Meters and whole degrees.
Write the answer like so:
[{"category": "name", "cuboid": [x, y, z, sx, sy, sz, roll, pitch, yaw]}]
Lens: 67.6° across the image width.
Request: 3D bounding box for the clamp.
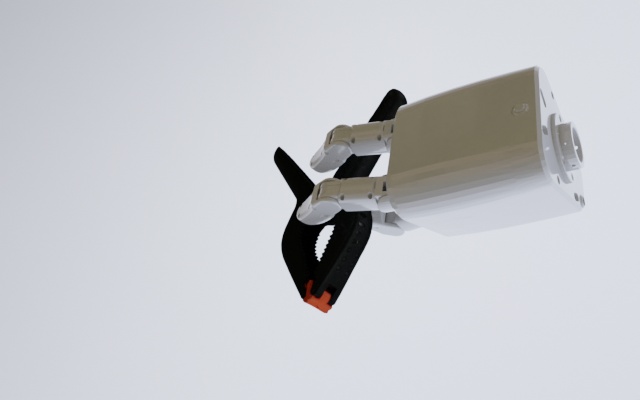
[{"category": "clamp", "cuboid": [0.001, 0.002, 0.448, 0.164, 0.209, 0.036, -16, -40, 40]}]
